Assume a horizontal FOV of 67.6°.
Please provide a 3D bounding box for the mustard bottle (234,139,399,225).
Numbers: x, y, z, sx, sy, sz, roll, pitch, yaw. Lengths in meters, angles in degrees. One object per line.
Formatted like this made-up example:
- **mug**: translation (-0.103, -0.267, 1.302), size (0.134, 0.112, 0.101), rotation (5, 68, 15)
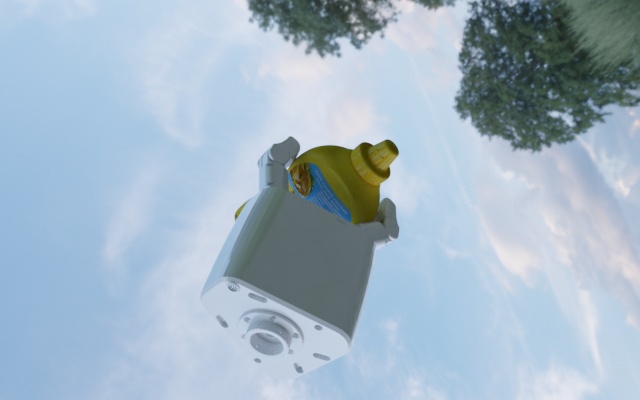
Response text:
- **mustard bottle**: translation (0.000, 0.002, 0.471), size (0.192, 0.096, 0.058), rotation (-38, -5, 34)
